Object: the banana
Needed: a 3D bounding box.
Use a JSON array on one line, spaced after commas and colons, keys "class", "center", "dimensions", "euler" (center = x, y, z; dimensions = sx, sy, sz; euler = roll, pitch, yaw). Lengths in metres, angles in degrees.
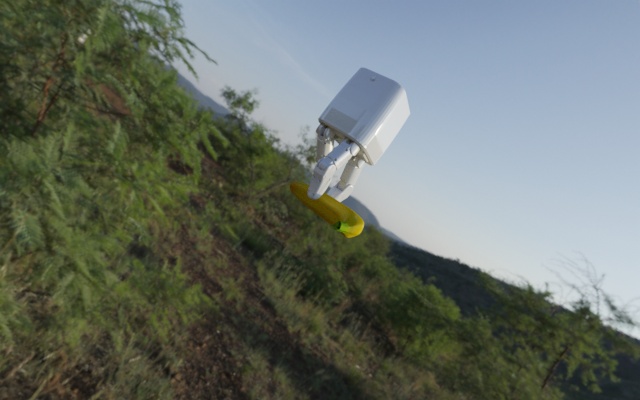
[{"class": "banana", "center": [0.014, 0.013, 0.705], "dimensions": [0.070, 0.037, 0.197], "euler": [38, -1, -28]}]
